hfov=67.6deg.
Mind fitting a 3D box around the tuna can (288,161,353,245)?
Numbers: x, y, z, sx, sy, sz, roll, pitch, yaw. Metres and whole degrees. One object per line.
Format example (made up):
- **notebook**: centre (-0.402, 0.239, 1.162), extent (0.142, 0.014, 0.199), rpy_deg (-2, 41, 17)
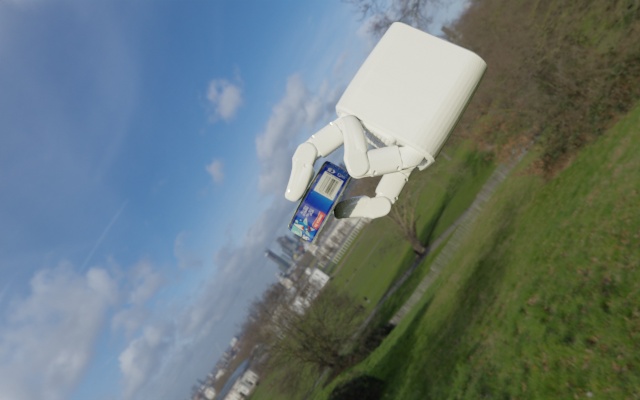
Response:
- **tuna can**: centre (0.000, 0.001, 0.506), extent (0.034, 0.086, 0.086), rpy_deg (30, 1, 2)
